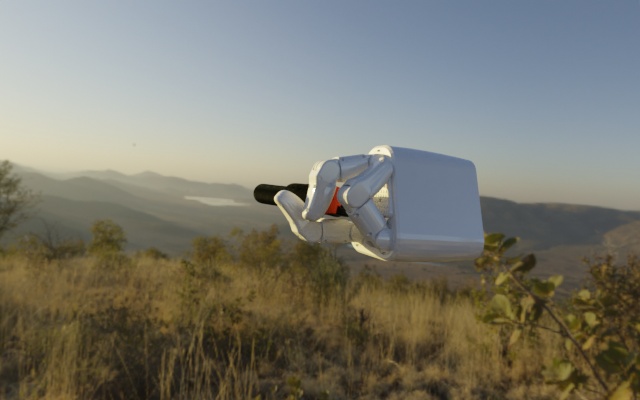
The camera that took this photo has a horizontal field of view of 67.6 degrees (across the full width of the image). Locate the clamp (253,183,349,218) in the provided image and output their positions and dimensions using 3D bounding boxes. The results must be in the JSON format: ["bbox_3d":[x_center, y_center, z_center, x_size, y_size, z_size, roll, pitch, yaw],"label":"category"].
[{"bbox_3d":[0.000,0.001,0.548,0.120,0.039,0.171,5,2,-23],"label":"clamp"}]
